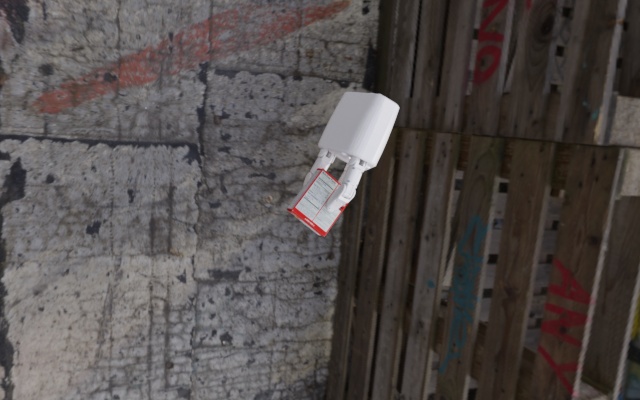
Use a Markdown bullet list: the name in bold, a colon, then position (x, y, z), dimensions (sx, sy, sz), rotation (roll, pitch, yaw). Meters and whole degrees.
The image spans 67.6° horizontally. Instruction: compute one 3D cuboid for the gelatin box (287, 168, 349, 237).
- **gelatin box**: position (0.000, 0.003, 0.787), dimensions (0.073, 0.089, 0.030), rotation (40, -12, -20)
